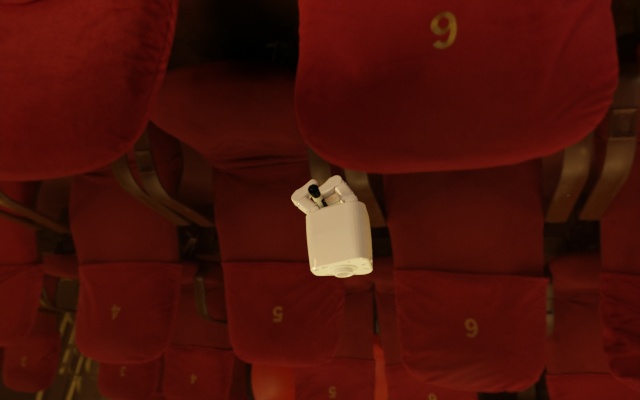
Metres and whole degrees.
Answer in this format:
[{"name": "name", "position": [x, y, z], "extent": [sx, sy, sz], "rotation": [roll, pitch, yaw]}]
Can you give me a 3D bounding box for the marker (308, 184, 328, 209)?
[{"name": "marker", "position": [0.000, 0.003, 0.851], "extent": [0.020, 0.020, 0.121], "rotation": [0, -24, 14]}]
